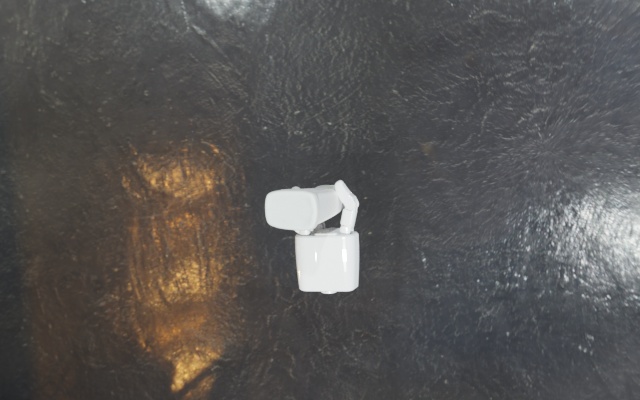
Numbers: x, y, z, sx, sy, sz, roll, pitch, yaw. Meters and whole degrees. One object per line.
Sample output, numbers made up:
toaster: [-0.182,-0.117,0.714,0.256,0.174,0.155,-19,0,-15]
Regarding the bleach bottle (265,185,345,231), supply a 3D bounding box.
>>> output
bleach bottle: [0.000,0.003,0.898,0.102,0.068,0.251,3,7,25]
